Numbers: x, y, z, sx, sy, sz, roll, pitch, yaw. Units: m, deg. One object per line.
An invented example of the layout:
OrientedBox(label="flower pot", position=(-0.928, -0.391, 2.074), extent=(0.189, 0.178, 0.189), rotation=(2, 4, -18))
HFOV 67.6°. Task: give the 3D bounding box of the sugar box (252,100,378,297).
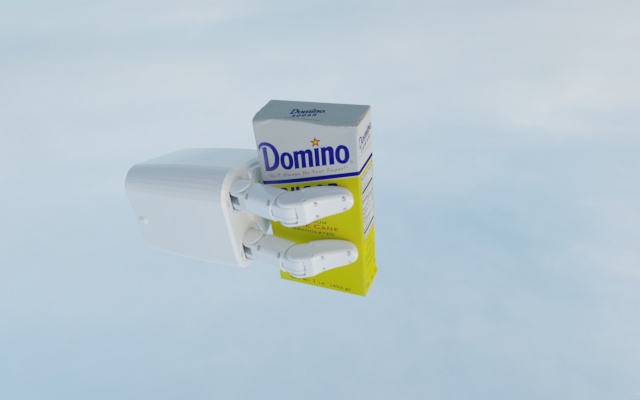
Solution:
OrientedBox(label="sugar box", position=(0.000, 0.002, 0.427), extent=(0.093, 0.176, 0.048), rotation=(7, 38, 21))
